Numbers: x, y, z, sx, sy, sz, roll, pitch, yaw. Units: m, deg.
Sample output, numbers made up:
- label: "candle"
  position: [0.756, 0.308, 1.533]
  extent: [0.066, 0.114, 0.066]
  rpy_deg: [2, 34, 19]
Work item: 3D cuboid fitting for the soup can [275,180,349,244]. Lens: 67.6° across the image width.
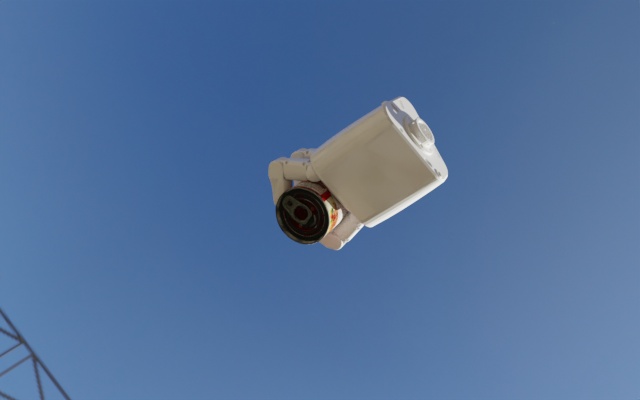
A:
- label: "soup can"
  position: [0.000, 0.002, 0.575]
  extent: [0.068, 0.068, 0.102]
  rpy_deg: [0, 19, 26]
